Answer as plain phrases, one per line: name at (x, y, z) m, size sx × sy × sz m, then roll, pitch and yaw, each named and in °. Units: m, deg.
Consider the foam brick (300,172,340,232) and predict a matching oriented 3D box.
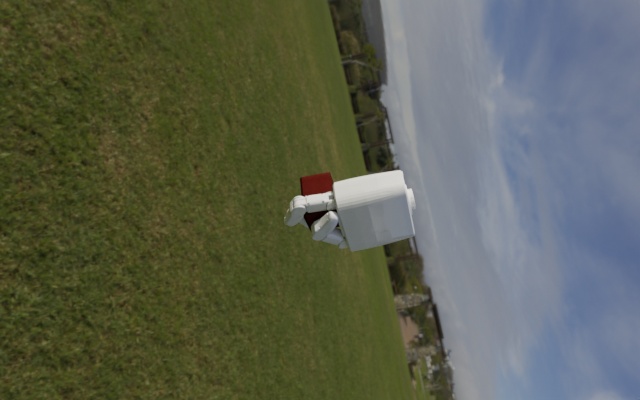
foam brick at (0.000, 0.002, 0.768) m, size 0.051 × 0.078 × 0.053 m, roll -13°, pitch -37°, yaw 8°
